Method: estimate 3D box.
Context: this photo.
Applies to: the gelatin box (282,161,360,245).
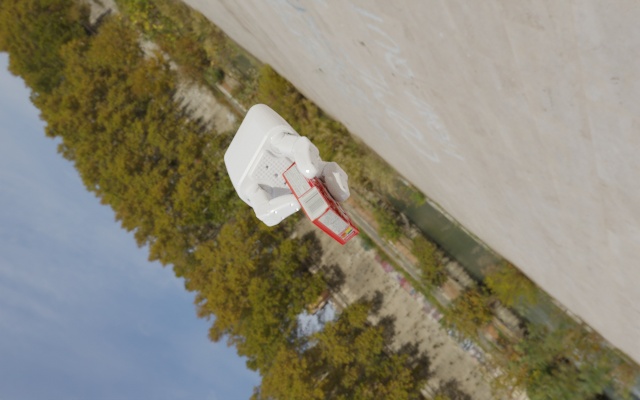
[{"bbox_3d":[0.000,0.002,0.559,0.073,0.030,0.089,41,12,-49],"label":"gelatin box"}]
